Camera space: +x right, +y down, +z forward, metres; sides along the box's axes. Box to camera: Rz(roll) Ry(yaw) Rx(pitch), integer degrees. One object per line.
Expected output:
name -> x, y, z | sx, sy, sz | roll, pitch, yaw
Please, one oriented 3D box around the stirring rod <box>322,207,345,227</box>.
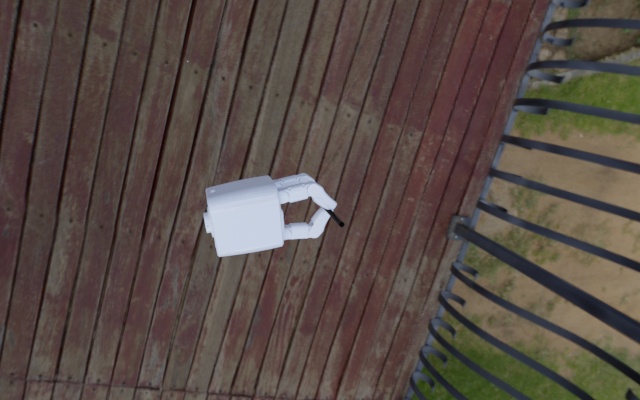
stirring rod -> 0.000, 0.003, 0.805 | 0.011, 0.011, 0.239 | 0, 16, -16
